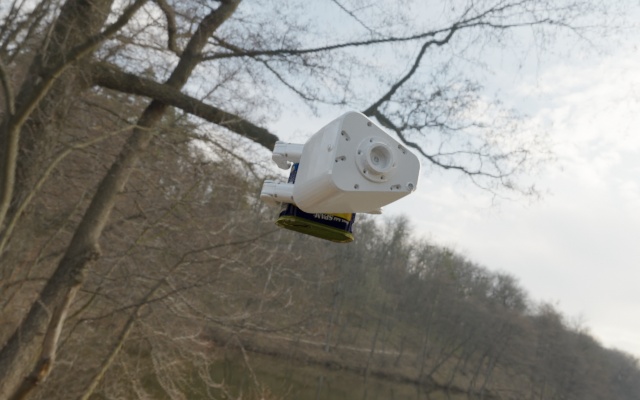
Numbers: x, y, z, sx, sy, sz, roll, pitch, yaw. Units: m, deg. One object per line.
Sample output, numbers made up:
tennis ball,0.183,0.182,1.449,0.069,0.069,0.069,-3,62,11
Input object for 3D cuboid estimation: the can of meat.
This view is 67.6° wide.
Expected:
can of meat,0.000,0.002,0.630,0.102,0.084,0.057,16,-16,-13
